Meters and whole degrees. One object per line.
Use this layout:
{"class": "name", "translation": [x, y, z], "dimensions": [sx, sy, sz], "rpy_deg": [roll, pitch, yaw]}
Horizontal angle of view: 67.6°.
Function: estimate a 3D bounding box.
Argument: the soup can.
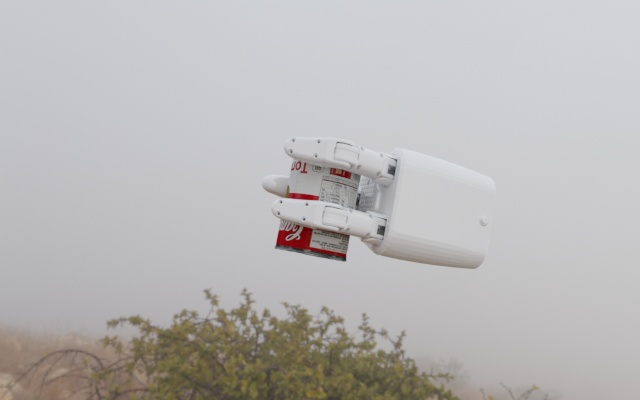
{"class": "soup can", "translation": [0.000, 0.001, 0.448], "dimensions": [0.068, 0.102, 0.068], "rpy_deg": [11, -6, 1]}
